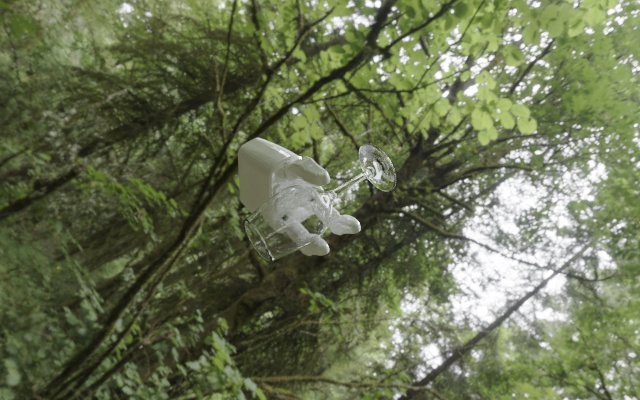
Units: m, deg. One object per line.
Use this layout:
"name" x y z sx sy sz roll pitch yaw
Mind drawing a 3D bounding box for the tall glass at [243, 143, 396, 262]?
"tall glass" 0.001 0.002 0.622 0.201 0.079 0.079 -32 13 -23
